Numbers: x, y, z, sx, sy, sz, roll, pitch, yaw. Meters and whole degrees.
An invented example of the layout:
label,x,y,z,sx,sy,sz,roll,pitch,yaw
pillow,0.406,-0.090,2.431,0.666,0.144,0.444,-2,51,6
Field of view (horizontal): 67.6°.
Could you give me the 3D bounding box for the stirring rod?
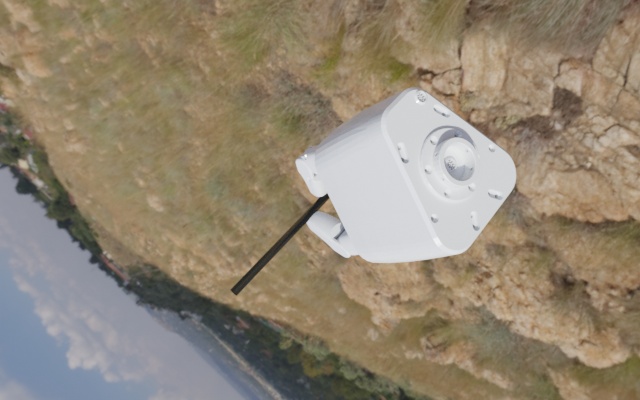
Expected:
label,x,y,z,sx,sy,sz,roll,pitch,yaw
stirring rod,0.000,0.001,0.469,0.239,0.011,0.011,-46,21,-22
